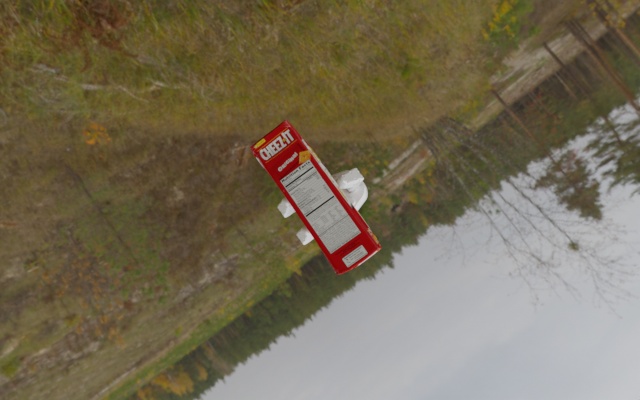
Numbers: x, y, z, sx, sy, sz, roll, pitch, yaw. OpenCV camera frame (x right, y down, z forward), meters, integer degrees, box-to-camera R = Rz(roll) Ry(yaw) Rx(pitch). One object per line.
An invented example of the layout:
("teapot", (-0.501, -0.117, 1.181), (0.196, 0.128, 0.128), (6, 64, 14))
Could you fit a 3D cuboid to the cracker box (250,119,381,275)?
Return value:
("cracker box", (0.000, 0.002, 0.698), (0.072, 0.213, 0.164), (-36, -9, 4))
